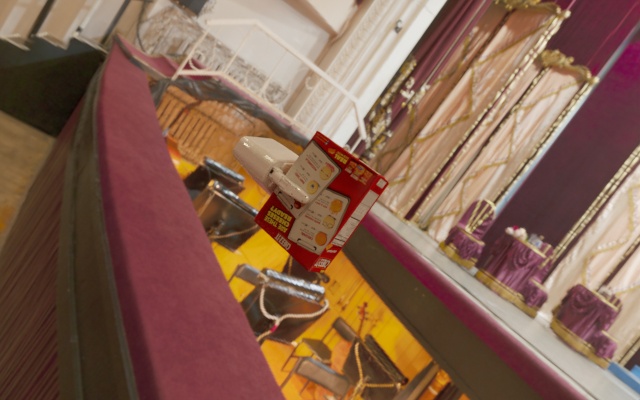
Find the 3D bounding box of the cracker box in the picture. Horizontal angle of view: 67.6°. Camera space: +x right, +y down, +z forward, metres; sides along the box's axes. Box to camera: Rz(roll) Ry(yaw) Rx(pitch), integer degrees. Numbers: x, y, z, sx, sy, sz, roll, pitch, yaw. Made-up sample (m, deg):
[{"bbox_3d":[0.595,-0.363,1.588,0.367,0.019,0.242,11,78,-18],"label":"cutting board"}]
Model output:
[{"bbox_3d":[0.000,0.003,0.896,0.164,0.214,0.072,39,7,30],"label":"cracker box"}]
